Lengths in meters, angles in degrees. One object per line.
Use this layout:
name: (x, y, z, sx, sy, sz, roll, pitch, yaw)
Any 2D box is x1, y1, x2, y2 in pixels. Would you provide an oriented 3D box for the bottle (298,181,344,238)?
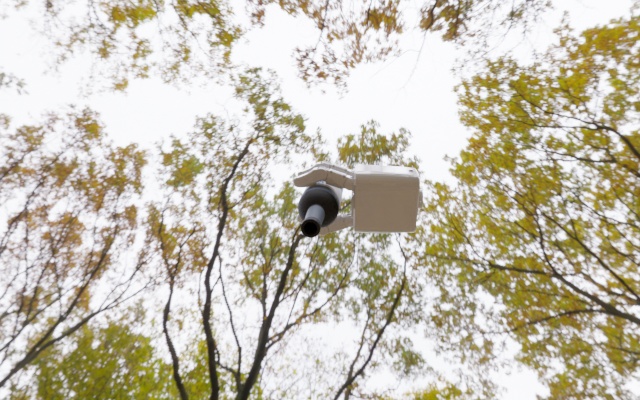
bottle: (0.000, 0.003, 0.801, 0.069, 0.069, 0.295, 0, 14, 6)
